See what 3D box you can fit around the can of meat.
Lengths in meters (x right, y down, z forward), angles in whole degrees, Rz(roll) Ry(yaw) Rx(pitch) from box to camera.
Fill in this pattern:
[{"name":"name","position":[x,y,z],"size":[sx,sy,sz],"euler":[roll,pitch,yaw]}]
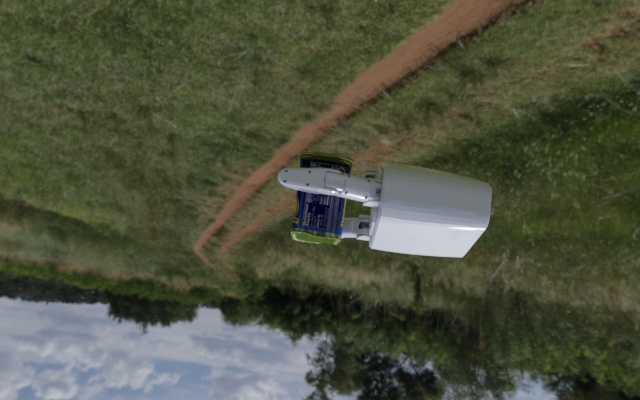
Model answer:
[{"name":"can of meat","position":[0.000,0.002,0.513],"size":[0.057,0.084,0.102],"euler":[8,-9,0]}]
